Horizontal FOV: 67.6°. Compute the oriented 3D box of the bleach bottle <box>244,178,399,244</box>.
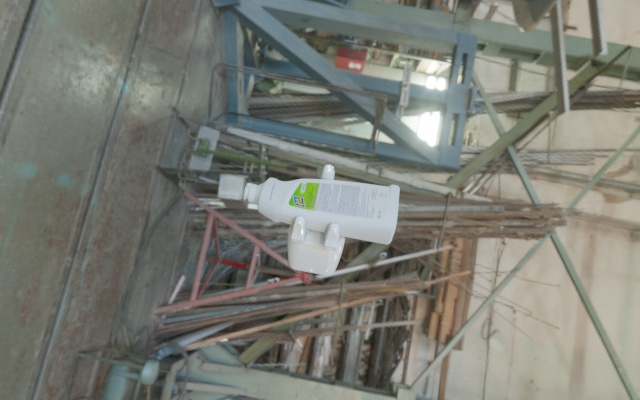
[{"bbox_3d":[0.000,0.003,0.795,0.251,0.102,0.068,11,-39,2],"label":"bleach bottle"}]
